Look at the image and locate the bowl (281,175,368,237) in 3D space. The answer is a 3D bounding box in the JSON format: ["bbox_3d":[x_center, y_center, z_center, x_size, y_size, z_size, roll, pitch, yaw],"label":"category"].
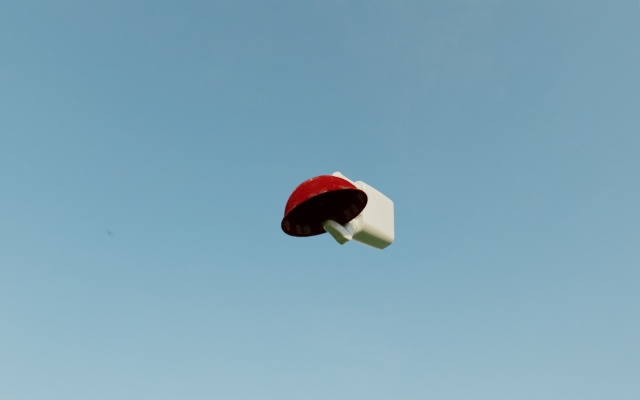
[{"bbox_3d":[-0.001,0.002,0.846,0.162,0.055,0.162,-17,-26,-9],"label":"bowl"}]
